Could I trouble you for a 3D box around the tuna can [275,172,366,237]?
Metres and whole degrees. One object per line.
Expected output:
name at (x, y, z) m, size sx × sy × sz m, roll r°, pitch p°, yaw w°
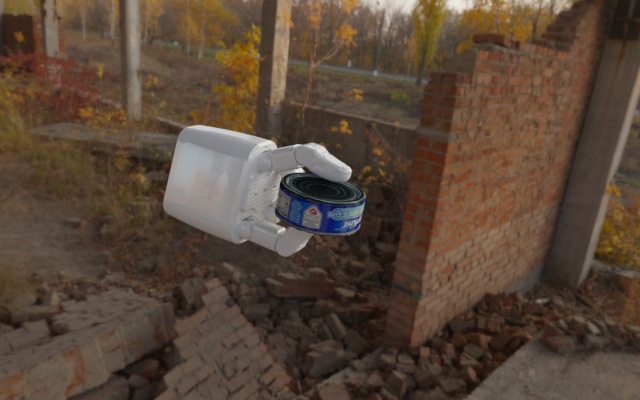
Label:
tuna can at (0.000, 0.001, 0.465) m, size 0.086 × 0.034 × 0.086 m, roll 10°, pitch 20°, yaw -4°
